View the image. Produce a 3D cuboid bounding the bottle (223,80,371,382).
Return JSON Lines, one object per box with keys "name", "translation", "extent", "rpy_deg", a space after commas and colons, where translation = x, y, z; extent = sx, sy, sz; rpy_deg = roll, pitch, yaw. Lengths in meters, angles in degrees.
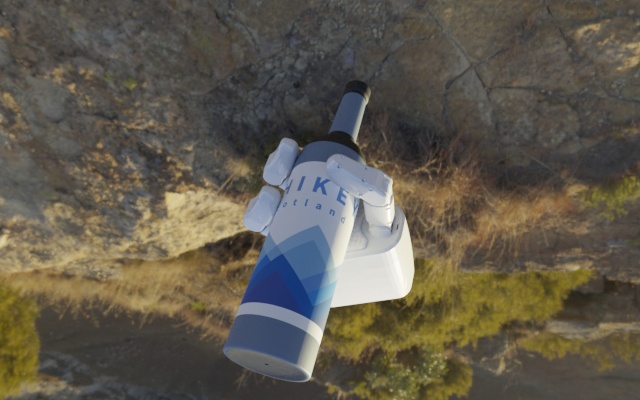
{"name": "bottle", "translation": [0.000, 0.002, 0.423], "extent": [0.069, 0.295, 0.069], "rpy_deg": [13, -33, 9]}
